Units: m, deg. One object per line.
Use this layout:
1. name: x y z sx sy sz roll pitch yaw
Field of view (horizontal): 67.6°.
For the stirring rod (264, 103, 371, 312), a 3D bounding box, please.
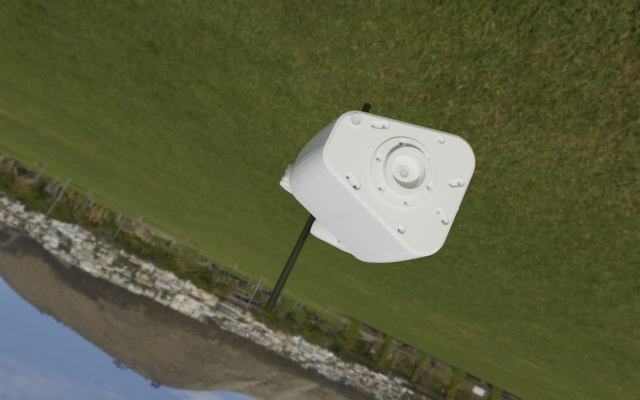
1. stirring rod: 0.000 0.001 0.492 0.011 0.239 0.011 25 -13 6
